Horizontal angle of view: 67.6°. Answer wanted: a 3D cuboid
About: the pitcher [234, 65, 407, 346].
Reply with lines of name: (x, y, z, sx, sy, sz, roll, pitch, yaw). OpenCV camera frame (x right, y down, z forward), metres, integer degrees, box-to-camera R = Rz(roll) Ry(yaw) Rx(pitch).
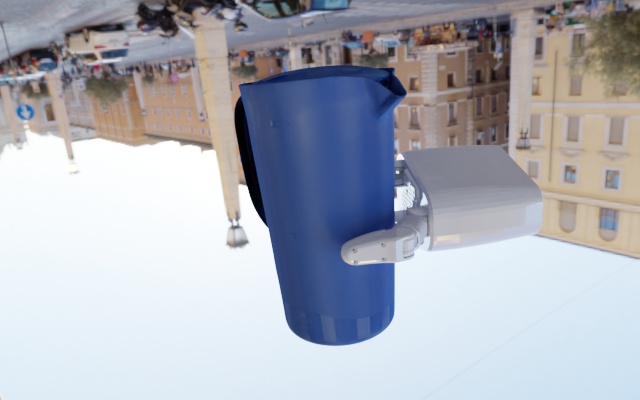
pitcher: (0.000, 0.001, 0.445, 0.145, 0.243, 0.149, -7, 16, -5)
